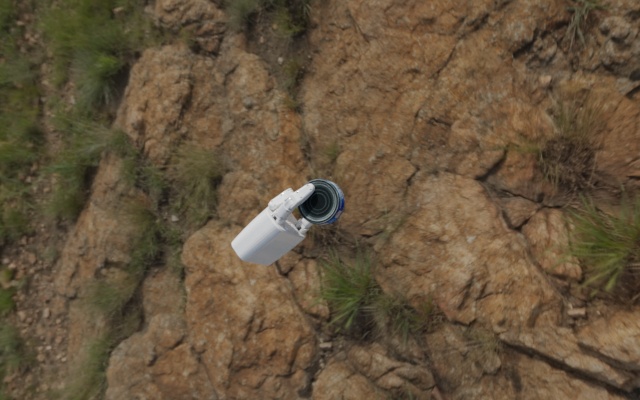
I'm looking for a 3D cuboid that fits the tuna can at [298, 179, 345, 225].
[{"bbox_3d":[0.000,0.003,0.895,0.086,0.086,0.034,0,-4,20],"label":"tuna can"}]
